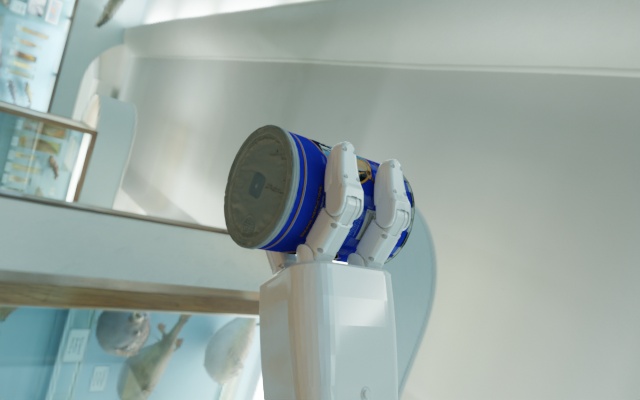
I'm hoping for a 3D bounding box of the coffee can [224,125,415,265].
[{"bbox_3d":[0.000,0.001,0.429,0.140,0.103,0.103,14,-9,-38],"label":"coffee can"}]
